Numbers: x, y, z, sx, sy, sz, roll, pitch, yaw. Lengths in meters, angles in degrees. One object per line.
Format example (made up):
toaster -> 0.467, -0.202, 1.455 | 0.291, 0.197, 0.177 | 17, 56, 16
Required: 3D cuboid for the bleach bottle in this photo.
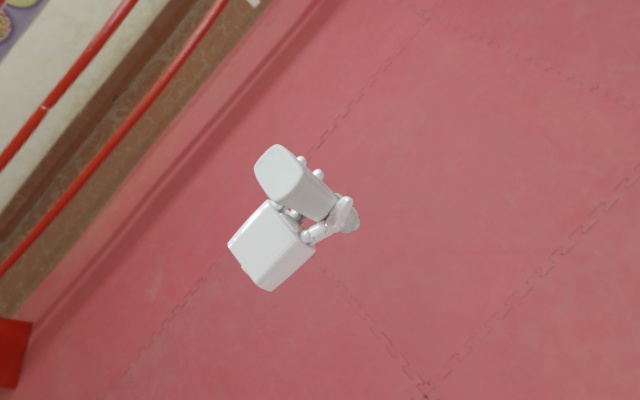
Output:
bleach bottle -> 0.000, 0.002, 0.795 | 0.251, 0.068, 0.102 | 35, 13, -50
